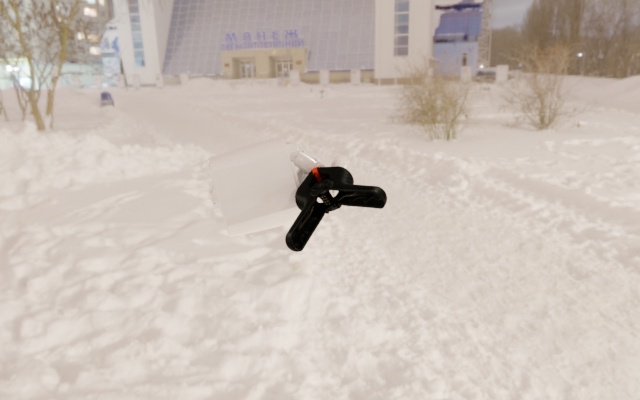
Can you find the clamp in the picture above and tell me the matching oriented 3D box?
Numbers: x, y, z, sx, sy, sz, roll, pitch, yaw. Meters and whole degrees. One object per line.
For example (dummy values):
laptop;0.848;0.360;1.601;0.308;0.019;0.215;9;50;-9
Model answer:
clamp;0.000;0.001;0.578;0.120;0.039;0.171;-26;19;-7
